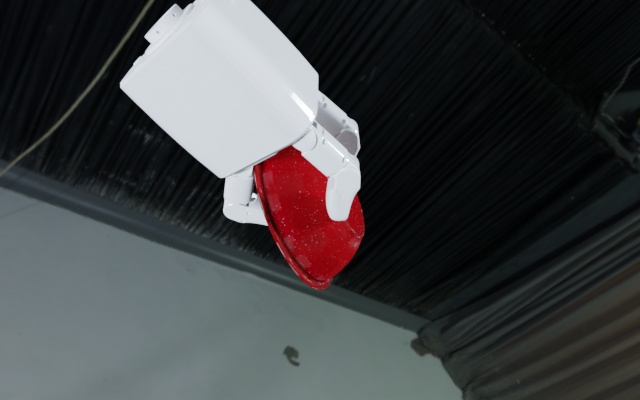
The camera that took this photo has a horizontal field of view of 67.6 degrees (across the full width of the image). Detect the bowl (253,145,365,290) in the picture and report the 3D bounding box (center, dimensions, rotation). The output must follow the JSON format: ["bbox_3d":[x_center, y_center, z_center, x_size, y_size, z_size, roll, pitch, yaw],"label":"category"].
[{"bbox_3d":[0.001,0.002,0.467,0.055,0.162,0.162,-21,-6,16],"label":"bowl"}]
